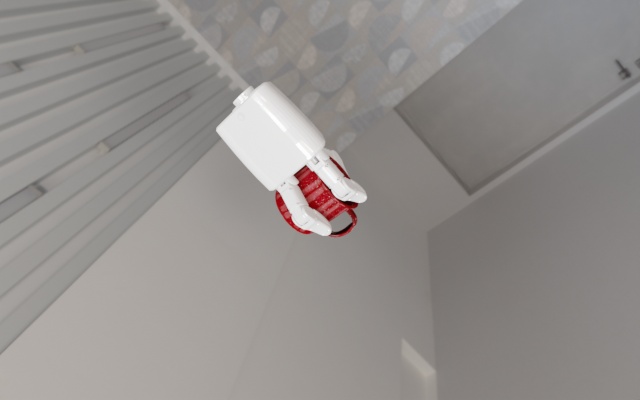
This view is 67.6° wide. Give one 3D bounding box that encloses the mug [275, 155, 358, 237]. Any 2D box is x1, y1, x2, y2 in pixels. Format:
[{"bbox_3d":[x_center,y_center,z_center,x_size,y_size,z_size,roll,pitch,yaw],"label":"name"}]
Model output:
[{"bbox_3d":[0.001,0.003,0.661,0.081,0.117,0.093,-37,13,25],"label":"mug"}]
